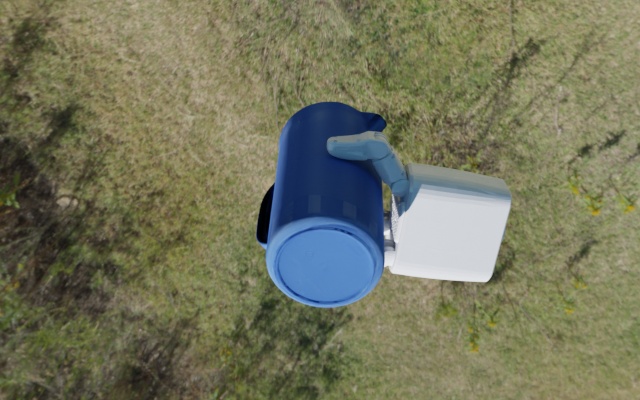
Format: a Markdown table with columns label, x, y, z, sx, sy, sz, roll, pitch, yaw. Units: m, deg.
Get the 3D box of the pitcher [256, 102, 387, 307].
| label | x | y | z | sx | sy | sz | roll | pitch | yaw |
| --- | --- | --- | --- | --- | --- | --- | --- | --- | --- |
| pitcher | 0.000 | 0.002 | 0.527 | 0.145 | 0.149 | 0.242 | 8 | 32 | -2 |
